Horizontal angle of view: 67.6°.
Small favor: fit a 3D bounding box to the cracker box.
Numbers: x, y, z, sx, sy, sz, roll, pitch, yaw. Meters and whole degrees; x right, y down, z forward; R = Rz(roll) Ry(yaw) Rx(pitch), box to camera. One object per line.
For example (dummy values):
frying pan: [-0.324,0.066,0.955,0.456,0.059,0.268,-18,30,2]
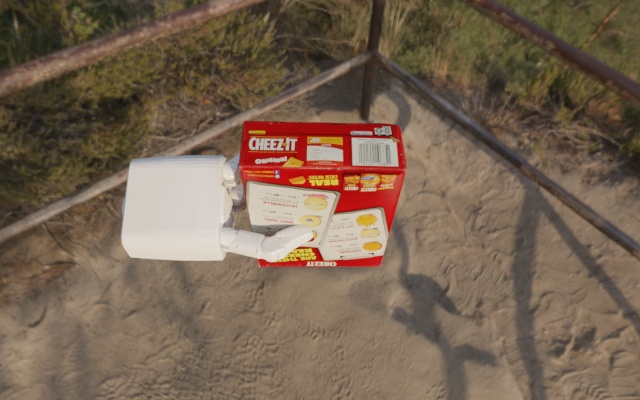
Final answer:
cracker box: [0.000,0.002,0.558,0.164,0.072,0.214,0,-33,-1]
